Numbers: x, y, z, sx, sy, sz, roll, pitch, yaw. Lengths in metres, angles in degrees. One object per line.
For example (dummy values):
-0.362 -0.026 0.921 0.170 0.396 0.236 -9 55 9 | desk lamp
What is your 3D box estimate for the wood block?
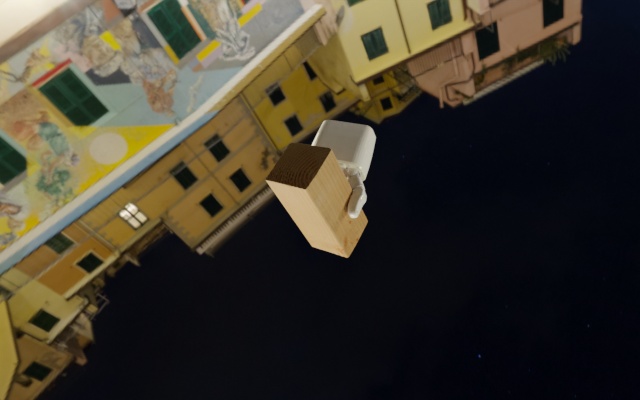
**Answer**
0.001 0.003 0.855 0.091 0.090 0.206 13 -30 35 | wood block
